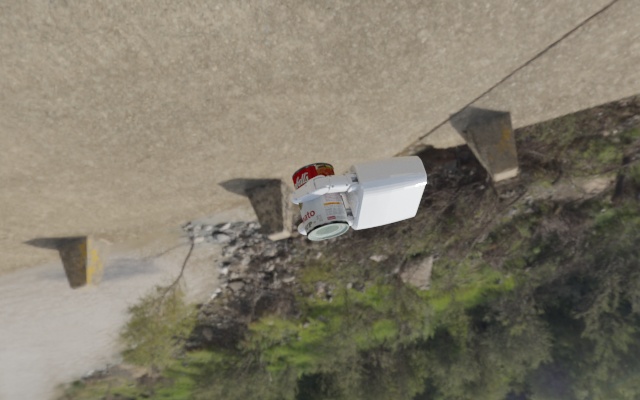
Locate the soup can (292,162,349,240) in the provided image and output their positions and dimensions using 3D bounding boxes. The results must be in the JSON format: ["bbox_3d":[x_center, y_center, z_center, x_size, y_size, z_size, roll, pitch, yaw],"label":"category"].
[{"bbox_3d":[0.000,0.003,0.734,0.068,0.102,0.068,-13,-22,-5],"label":"soup can"}]
